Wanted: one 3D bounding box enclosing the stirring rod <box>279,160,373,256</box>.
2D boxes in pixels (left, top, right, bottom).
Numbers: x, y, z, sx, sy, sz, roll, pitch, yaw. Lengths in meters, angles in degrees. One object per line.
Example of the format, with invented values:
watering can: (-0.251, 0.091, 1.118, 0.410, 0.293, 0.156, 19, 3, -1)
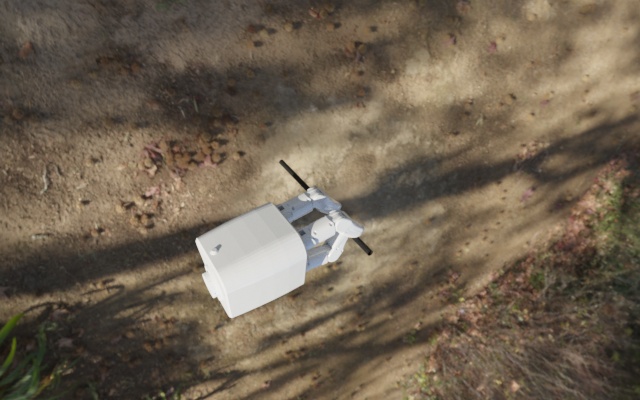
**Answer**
stirring rod: (0.000, 0.002, 0.677, 0.011, 0.011, 0.239, 0, 32, -38)
